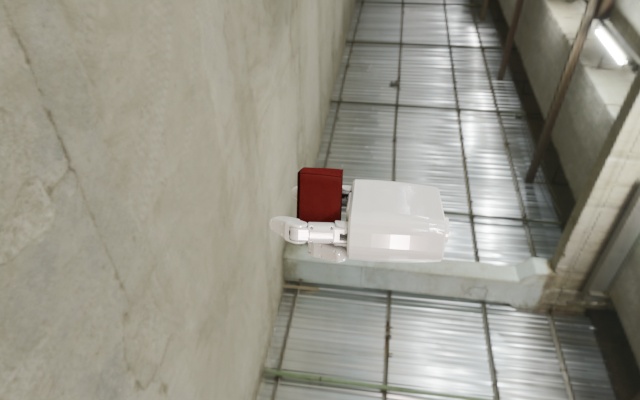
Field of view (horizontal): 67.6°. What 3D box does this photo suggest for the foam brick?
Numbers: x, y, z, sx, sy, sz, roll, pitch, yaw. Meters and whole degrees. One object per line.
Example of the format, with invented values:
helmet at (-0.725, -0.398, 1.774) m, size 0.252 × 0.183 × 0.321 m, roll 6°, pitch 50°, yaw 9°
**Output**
foam brick at (0.000, 0.002, 0.568) m, size 0.051 × 0.078 × 0.053 m, roll 3°, pitch 13°, yaw 5°
